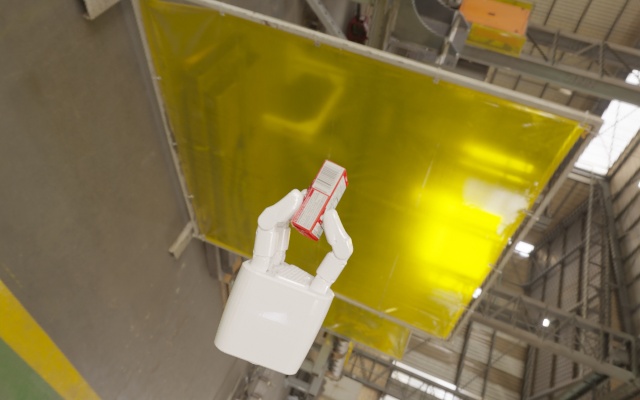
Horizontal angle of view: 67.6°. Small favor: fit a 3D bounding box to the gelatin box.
[{"bbox_3d":[0.001,0.002,0.583,0.030,0.089,0.073,28,-7,11],"label":"gelatin box"}]
